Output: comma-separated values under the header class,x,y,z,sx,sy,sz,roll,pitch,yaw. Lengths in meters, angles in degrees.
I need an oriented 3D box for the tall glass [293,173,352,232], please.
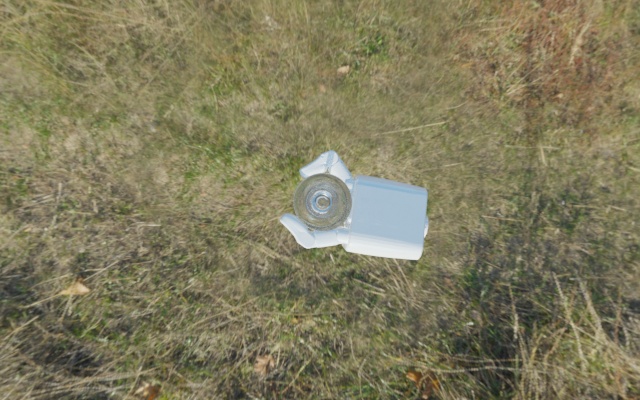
class,x,y,z,sx,sy,sz,roll,pitch,yaw
tall glass,0.000,0.002,0.699,0.079,0.079,0.201,0,0,-2
